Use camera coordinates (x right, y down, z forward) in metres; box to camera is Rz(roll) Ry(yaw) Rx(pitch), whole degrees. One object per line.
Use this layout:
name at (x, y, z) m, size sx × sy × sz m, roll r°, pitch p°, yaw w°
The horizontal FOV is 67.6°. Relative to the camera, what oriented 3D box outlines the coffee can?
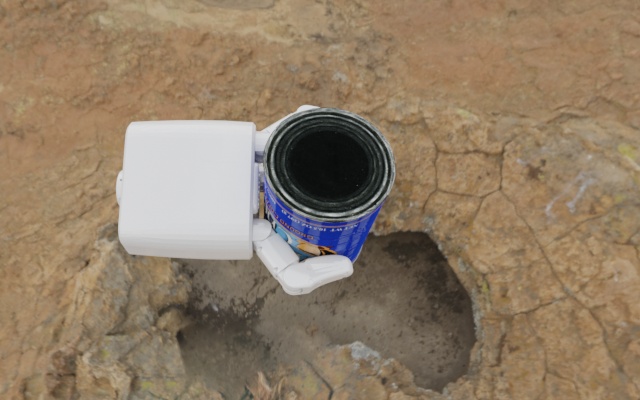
coffee can at (0.000, 0.002, 0.425) m, size 0.103 × 0.102 × 0.140 m, roll 0°, pitch -27°, yaw -7°
